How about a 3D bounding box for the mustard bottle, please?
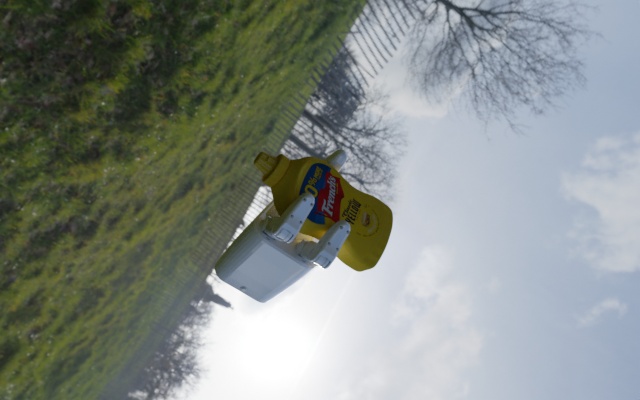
[{"bbox_3d":[0.000,0.002,0.588,0.192,0.096,0.058,35,-31,-19],"label":"mustard bottle"}]
